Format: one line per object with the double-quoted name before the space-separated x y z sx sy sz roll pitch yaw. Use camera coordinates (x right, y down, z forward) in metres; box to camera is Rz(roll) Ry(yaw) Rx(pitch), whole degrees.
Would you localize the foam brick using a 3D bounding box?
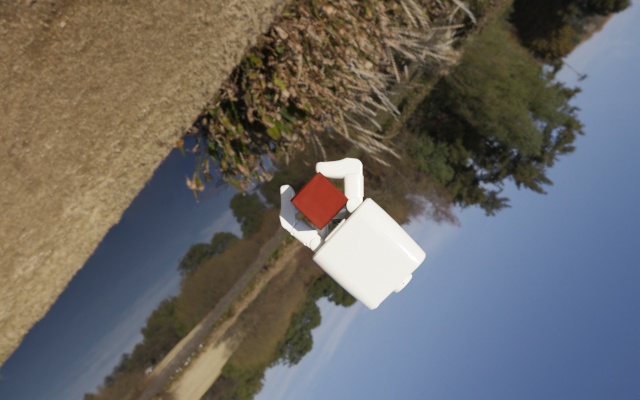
"foam brick" 0.000 0.002 0.611 0.051 0.053 0.078 45 -1 4
